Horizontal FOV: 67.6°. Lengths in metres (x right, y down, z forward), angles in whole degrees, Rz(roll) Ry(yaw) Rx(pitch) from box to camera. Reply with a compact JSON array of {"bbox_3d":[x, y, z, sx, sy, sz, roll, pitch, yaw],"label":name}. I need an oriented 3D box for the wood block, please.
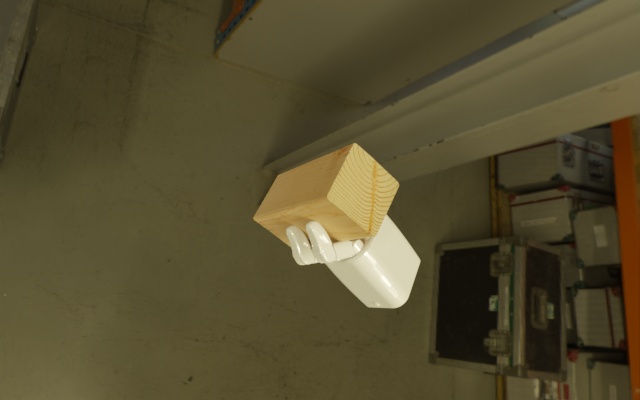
[{"bbox_3d":[0.001,0.002,0.687,0.090,0.090,0.206,39,-28,-22],"label":"wood block"}]
